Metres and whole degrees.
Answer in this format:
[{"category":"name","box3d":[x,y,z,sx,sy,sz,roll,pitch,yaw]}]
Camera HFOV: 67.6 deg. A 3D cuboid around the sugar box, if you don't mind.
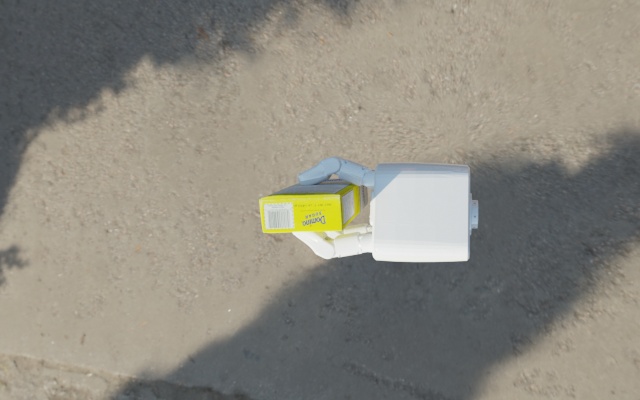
[{"category":"sugar box","box3d":[0.000,0.002,0.590,0.093,0.048,0.176,-1,6,16]}]
